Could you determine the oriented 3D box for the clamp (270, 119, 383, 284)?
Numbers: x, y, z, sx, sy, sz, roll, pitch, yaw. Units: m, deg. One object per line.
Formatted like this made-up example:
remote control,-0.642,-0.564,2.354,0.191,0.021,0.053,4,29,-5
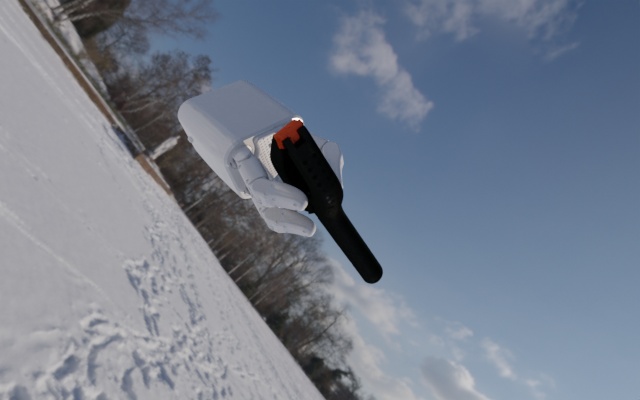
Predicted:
clamp,0.000,0.001,0.513,0.164,0.036,0.210,38,-20,28
